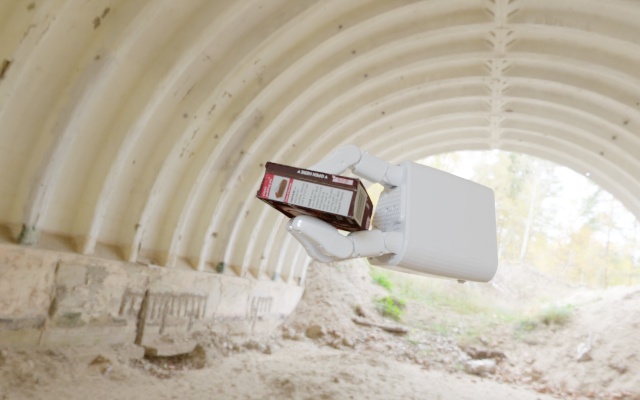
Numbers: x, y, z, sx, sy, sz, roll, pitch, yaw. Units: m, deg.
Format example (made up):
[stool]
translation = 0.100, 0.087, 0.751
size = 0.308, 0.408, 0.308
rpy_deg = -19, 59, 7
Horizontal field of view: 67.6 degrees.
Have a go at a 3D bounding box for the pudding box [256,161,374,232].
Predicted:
[pudding box]
translation = 0.000, 0.001, 0.459
size = 0.090, 0.039, 0.113
rpy_deg = 11, -11, 14
